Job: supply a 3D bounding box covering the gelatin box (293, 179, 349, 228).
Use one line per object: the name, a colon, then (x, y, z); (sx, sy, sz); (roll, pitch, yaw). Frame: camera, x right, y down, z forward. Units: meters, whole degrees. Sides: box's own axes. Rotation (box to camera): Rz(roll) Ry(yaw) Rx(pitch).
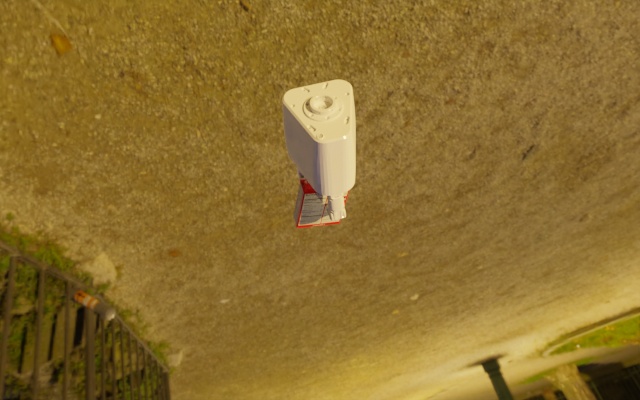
gelatin box: (0.000, 0.003, 0.742); (0.073, 0.030, 0.089); (-6, -40, -17)
